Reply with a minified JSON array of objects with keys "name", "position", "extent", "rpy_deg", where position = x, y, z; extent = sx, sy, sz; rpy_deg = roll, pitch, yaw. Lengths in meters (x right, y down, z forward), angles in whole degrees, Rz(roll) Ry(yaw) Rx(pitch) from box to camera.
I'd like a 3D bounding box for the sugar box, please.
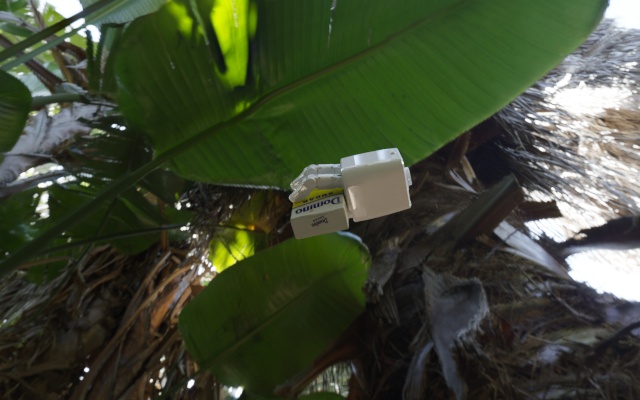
[{"name":"sugar box","position":[0.000,0.002,0.859],"extent":[0.093,0.048,0.176],"rpy_deg":[-12,21,6]}]
